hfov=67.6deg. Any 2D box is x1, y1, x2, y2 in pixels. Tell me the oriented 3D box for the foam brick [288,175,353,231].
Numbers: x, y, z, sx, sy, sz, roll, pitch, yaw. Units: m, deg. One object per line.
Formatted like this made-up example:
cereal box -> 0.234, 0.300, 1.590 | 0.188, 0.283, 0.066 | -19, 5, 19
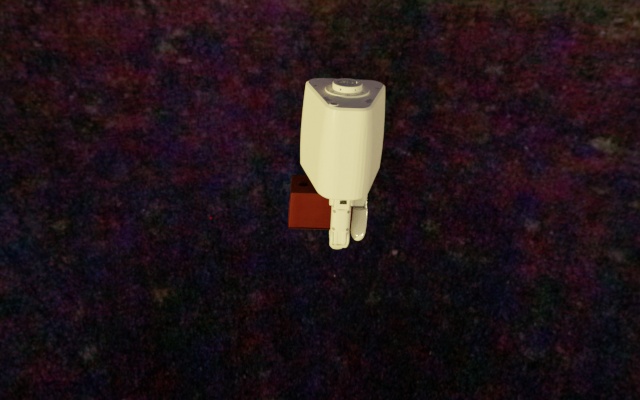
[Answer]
foam brick -> 0.000, 0.002, 0.592 | 0.078, 0.051, 0.053 | 2, 29, -2
